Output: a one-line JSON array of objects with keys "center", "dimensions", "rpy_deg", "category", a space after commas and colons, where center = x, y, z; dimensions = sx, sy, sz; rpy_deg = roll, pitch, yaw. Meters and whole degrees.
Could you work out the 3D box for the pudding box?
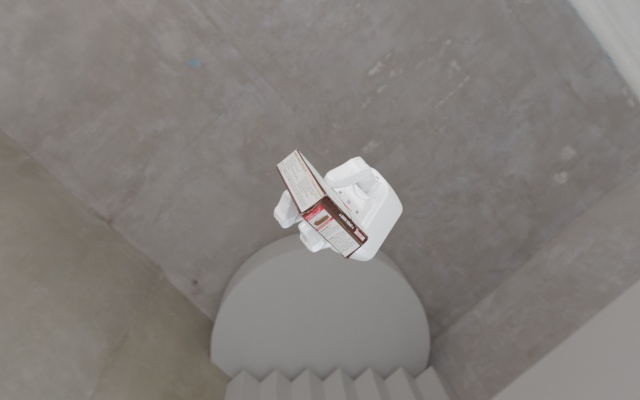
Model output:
[{"center": [0.000, 0.002, 0.547], "dimensions": [0.090, 0.039, 0.113], "rpy_deg": [45, 7, -36], "category": "pudding box"}]
